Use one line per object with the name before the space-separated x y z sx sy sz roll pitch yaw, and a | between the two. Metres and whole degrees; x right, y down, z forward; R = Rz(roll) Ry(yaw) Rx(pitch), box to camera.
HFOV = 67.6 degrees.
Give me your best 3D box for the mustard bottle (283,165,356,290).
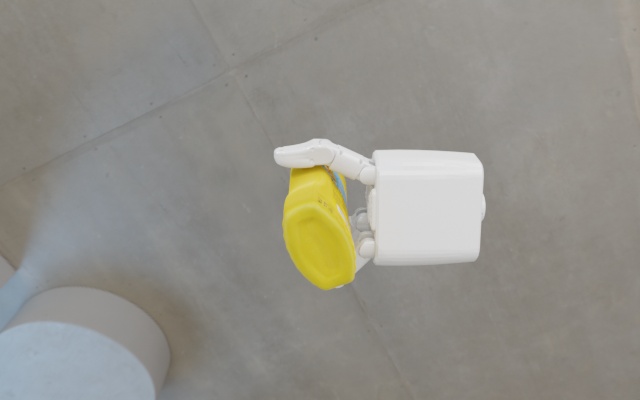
mustard bottle | 0.000 0.002 0.509 0.058 0.096 0.191 -22 25 11
